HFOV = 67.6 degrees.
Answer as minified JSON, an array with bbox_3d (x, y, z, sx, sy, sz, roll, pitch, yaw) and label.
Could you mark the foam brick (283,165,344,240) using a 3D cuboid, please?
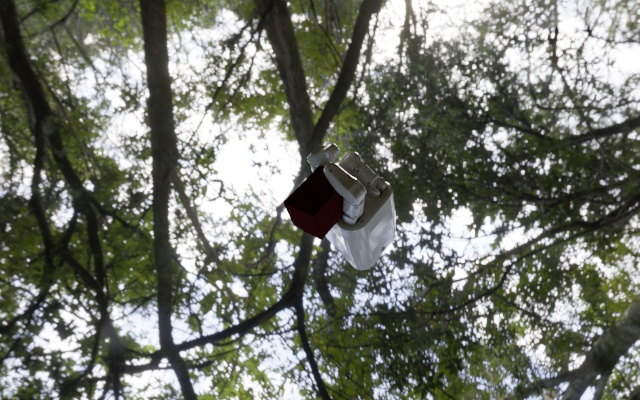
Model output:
[{"bbox_3d":[0.000,0.002,0.627,0.053,0.051,0.078,26,60,32],"label":"foam brick"}]
